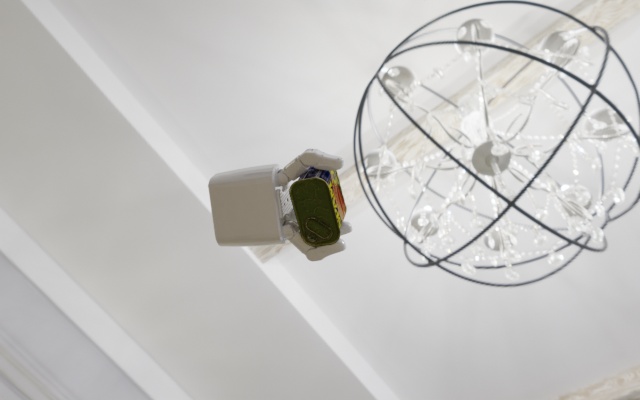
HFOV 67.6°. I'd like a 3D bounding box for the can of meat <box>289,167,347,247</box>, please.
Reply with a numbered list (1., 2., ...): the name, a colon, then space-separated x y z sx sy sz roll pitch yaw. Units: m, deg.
1. can of meat: 0.000 0.002 0.691 0.057 0.102 0.084 -9 20 15
